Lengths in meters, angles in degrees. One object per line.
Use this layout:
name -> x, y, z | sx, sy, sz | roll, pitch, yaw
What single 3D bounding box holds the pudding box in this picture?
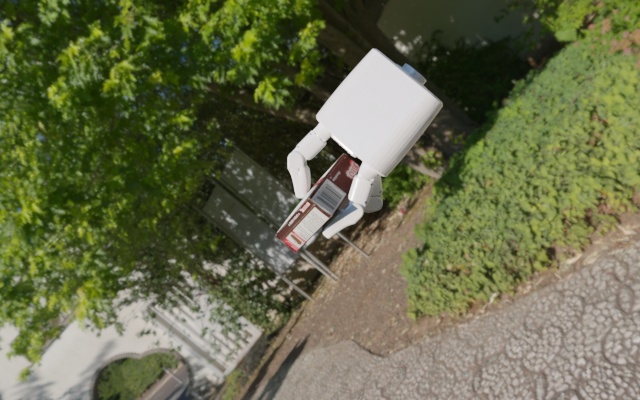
pudding box -> 0.000, 0.002, 0.605 | 0.090, 0.039, 0.113 | -49, 1, 42
